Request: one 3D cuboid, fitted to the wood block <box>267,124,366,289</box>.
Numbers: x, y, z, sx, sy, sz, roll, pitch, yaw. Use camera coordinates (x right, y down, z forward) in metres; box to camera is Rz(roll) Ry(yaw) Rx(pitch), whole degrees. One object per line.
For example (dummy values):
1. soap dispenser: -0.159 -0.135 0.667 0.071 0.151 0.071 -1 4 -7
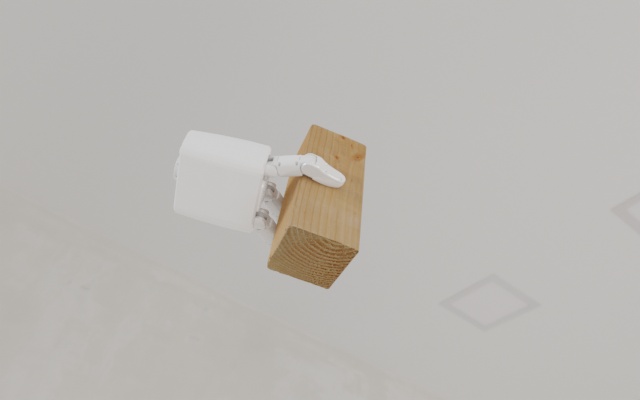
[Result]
1. wood block: 0.000 0.002 0.650 0.090 0.206 0.091 21 -47 -11
